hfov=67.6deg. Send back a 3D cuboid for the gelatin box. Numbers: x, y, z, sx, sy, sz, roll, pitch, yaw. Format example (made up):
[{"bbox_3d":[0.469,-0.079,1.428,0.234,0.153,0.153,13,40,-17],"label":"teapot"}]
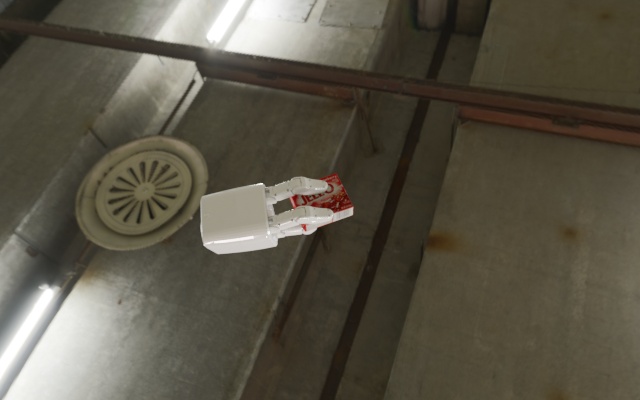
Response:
[{"bbox_3d":[0.000,0.003,0.790,0.089,0.073,0.030,-19,-31,-11],"label":"gelatin box"}]
